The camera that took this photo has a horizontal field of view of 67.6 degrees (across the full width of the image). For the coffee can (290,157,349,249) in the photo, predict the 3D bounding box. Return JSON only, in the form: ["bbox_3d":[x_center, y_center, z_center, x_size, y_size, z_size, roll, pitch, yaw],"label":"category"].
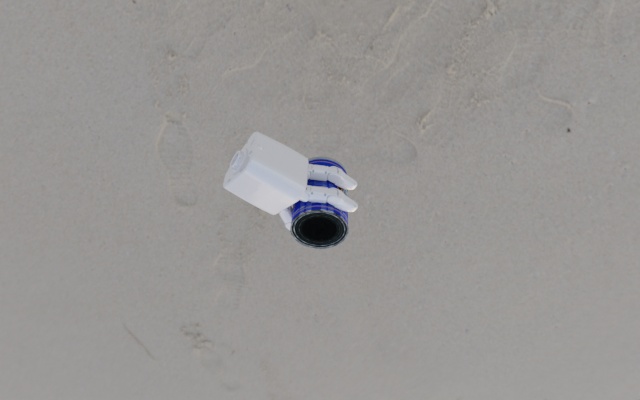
[{"bbox_3d":[0.000,0.003,0.880,0.103,0.140,0.103,1,-44,1],"label":"coffee can"}]
